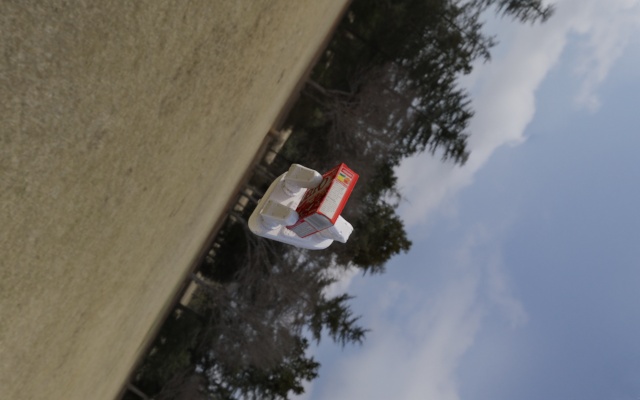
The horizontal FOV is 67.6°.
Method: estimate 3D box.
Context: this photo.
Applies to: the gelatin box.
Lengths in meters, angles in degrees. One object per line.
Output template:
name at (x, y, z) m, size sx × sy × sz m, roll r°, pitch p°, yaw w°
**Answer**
gelatin box at (0.001, 0.002, 0.576) m, size 0.030 × 0.073 × 0.089 m, roll 36°, pitch -28°, yaw -15°
